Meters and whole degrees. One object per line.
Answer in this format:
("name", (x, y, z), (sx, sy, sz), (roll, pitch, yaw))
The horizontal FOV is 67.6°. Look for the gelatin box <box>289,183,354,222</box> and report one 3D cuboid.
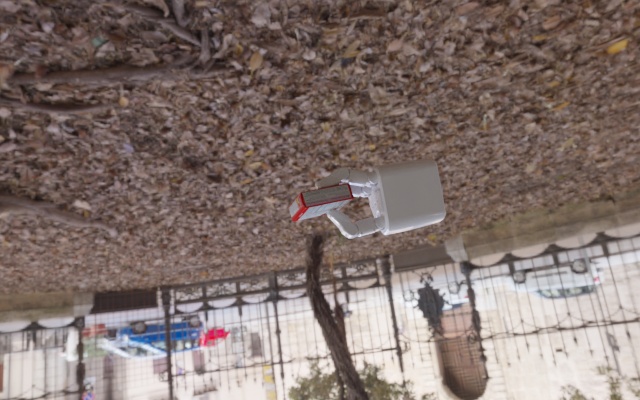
("gelatin box", (0.000, 0.003, 0.783), (0.089, 0.030, 0.073), (-12, -14, -23))
